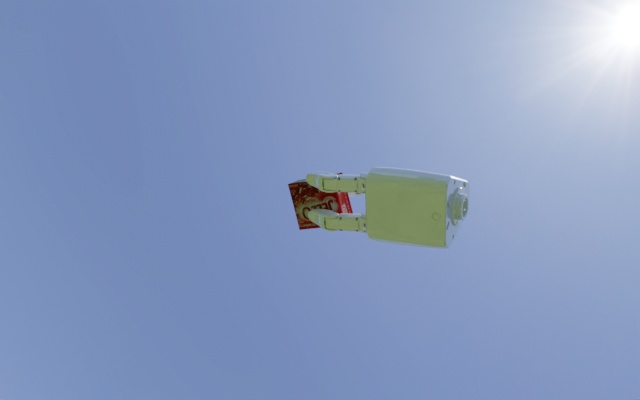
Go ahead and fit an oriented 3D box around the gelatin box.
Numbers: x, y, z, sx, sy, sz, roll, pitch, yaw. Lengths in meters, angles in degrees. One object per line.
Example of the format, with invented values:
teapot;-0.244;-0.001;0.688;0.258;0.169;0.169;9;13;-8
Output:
gelatin box;0.000;0.002;0.701;0.089;0.073;0.030;-7;11;39
